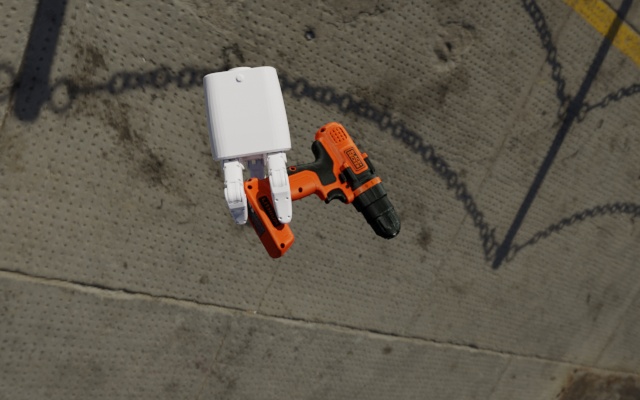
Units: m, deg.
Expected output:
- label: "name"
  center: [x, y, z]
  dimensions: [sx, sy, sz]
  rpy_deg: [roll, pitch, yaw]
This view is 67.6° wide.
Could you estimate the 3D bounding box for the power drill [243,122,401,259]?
- label: "power drill"
  center: [0.000, 0.002, 0.642]
  dimensions: [0.187, 0.184, 0.057]
  rpy_deg: [-28, -10, -27]
